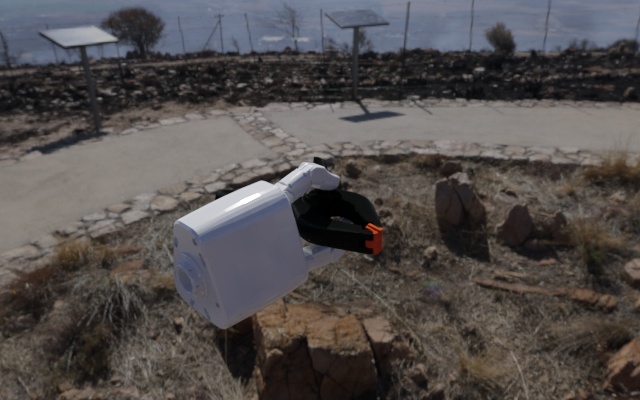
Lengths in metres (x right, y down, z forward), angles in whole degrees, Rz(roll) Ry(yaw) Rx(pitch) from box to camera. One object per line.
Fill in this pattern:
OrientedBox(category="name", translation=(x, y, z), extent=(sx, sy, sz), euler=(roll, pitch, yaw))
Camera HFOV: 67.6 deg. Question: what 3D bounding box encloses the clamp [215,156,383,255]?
OrientedBox(category="clamp", translation=(0.000, 0.001, 0.563), extent=(0.210, 0.036, 0.164), euler=(23, 39, 38))
